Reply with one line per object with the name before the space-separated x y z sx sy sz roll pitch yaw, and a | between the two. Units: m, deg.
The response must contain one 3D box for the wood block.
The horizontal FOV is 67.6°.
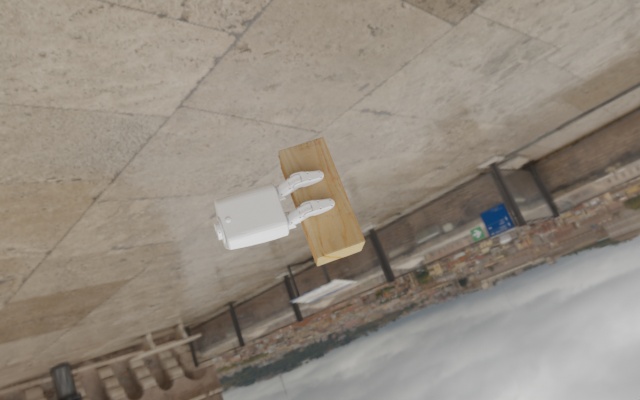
wood block | 0.000 0.003 0.872 0.090 0.206 0.091 -19 -16 -7
